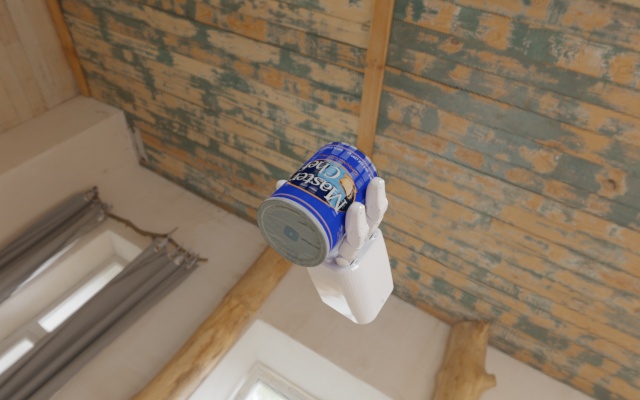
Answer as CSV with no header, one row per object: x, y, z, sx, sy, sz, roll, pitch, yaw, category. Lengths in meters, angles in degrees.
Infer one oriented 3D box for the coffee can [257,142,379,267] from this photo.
0.000,0.002,0.618,0.103,0.103,0.140,0,35,39,coffee can
